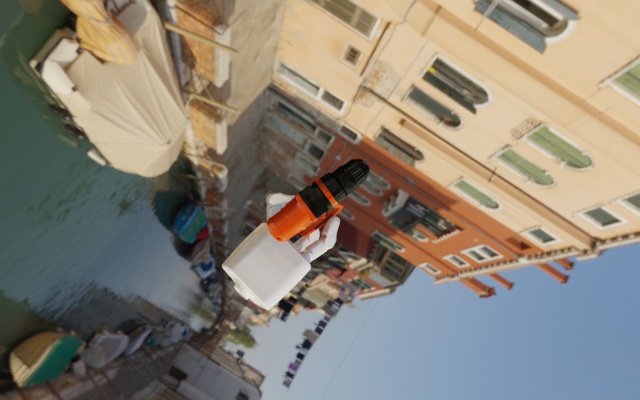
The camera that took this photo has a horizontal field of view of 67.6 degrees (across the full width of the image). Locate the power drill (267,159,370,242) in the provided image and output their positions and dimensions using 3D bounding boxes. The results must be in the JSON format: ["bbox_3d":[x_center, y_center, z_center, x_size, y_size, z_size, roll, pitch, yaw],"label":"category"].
[{"bbox_3d":[0.000,0.003,0.806,0.184,0.057,0.188,-35,-7,-1],"label":"power drill"}]
